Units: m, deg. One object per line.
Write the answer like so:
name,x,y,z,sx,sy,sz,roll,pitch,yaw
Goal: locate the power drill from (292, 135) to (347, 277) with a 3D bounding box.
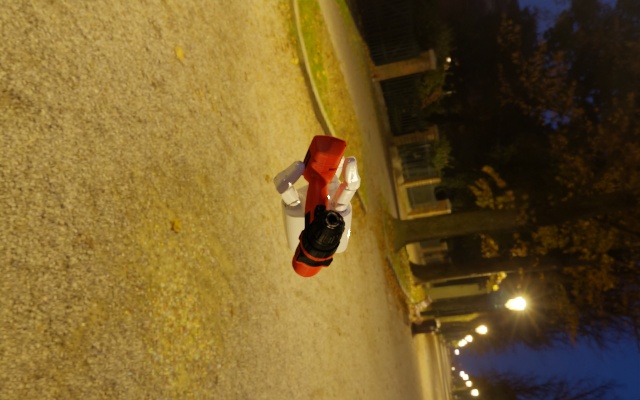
power drill,0.000,0.002,0.690,0.057,0.187,0.184,12,-28,-10
